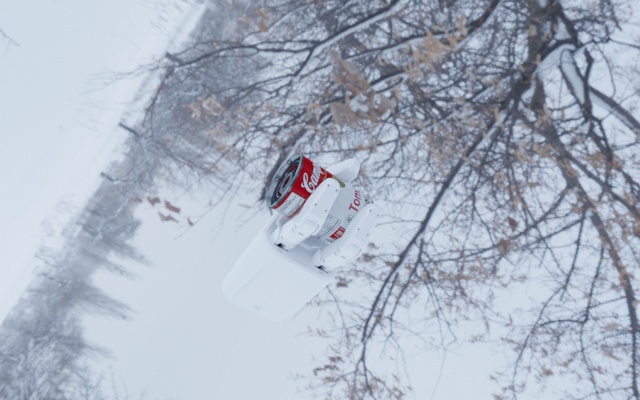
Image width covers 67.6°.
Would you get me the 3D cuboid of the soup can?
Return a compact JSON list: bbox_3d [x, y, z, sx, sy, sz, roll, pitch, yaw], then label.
[{"bbox_3d":[0.001,0.001,0.530,0.102,0.068,0.068,31,-12,-20],"label":"soup can"}]
